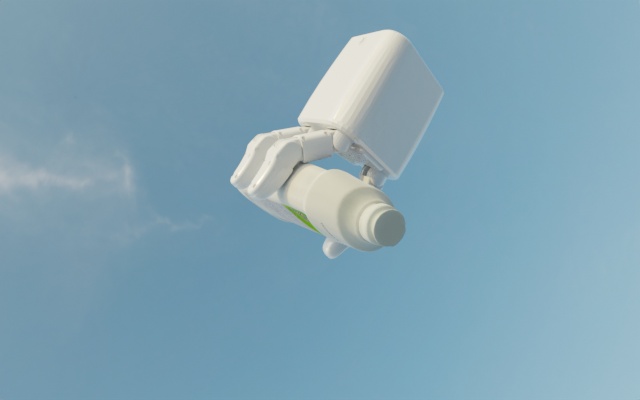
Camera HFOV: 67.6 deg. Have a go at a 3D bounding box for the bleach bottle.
[{"bbox_3d":[0.000,0.001,0.457,0.102,0.068,0.250,34,-6,-29],"label":"bleach bottle"}]
